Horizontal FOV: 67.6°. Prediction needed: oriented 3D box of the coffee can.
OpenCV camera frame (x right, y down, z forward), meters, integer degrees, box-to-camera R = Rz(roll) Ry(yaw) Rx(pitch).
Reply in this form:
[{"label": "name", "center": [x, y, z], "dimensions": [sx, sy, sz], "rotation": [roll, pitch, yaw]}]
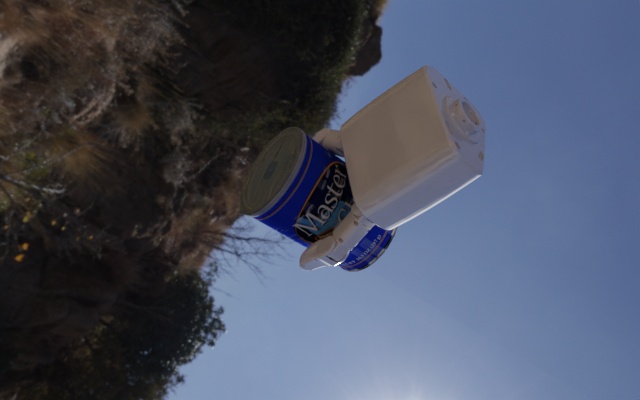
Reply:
[{"label": "coffee can", "center": [0.000, 0.002, 0.513], "dimensions": [0.140, 0.102, 0.103], "rotation": [32, -17, -28]}]
